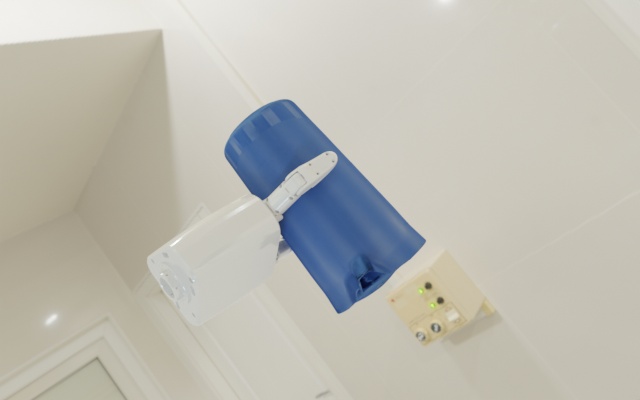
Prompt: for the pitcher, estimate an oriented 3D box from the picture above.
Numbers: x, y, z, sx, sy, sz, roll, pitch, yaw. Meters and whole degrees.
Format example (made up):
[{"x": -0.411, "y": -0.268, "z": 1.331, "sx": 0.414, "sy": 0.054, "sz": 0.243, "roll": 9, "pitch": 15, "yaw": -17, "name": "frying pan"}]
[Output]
[{"x": 0.000, "y": 0.002, "z": 0.577, "sx": 0.145, "sy": 0.243, "sz": 0.149, "roll": -35, "pitch": -8, "yaw": -35, "name": "pitcher"}]
